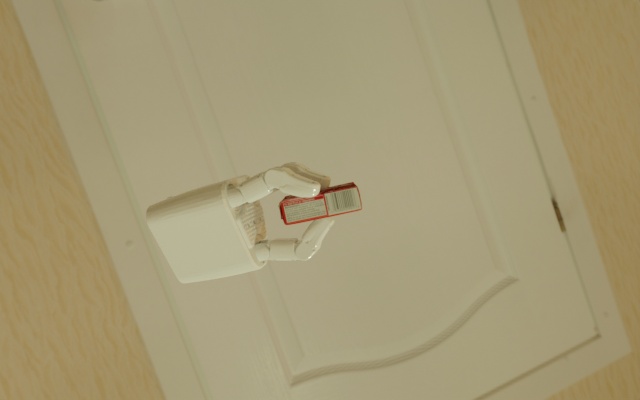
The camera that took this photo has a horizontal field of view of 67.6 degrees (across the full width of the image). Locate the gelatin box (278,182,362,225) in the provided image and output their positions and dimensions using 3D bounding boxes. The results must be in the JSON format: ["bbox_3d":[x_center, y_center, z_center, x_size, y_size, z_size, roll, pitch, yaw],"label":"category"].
[{"bbox_3d":[0.001,0.002,0.549,0.089,0.030,0.073,-12,5,2],"label":"gelatin box"}]
